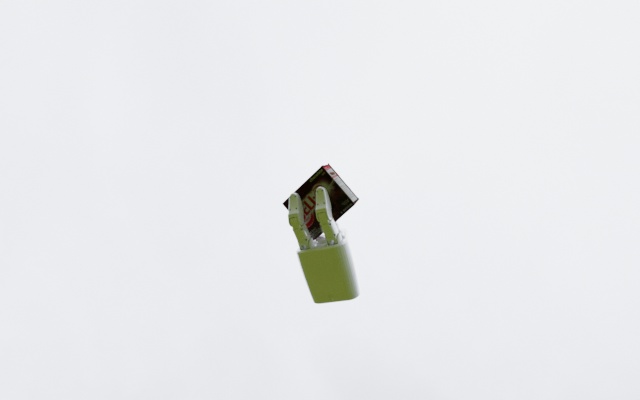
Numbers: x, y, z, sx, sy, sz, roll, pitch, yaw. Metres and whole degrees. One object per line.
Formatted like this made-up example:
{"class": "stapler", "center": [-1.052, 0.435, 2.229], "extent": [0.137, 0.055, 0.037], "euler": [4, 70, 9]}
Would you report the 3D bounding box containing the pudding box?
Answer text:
{"class": "pudding box", "center": [0.000, 0.003, 0.855], "extent": [0.113, 0.090, 0.039], "euler": [-43, -4, 24]}
